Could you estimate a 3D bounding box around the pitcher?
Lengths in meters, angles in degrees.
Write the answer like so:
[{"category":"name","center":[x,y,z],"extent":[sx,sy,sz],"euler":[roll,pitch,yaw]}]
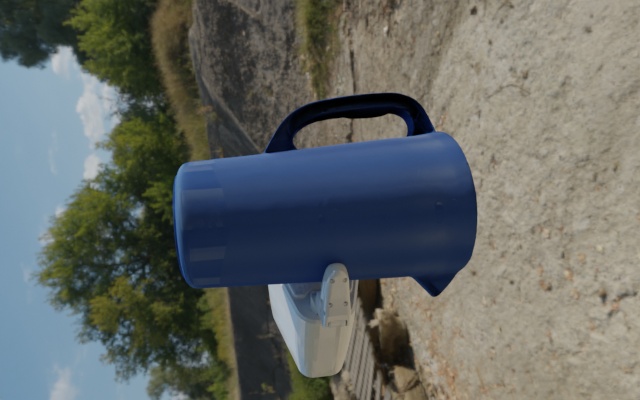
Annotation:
[{"category":"pitcher","center":[0.000,0.002,0.426],"extent":[0.243,0.145,0.149],"euler":[-4,41,-9]}]
